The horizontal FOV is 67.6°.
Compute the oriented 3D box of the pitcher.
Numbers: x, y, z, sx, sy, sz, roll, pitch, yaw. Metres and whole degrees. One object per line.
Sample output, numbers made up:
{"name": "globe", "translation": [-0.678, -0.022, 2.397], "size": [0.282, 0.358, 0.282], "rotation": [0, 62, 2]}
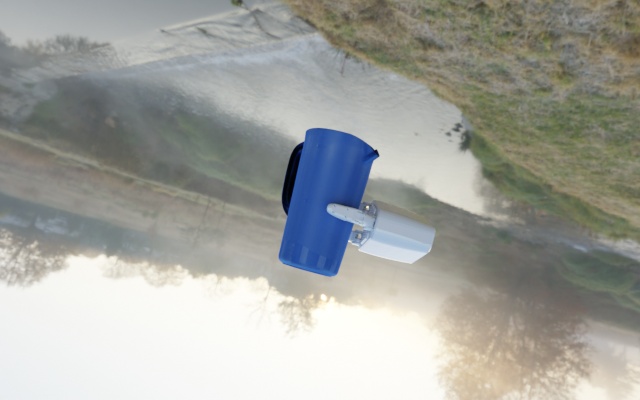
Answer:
{"name": "pitcher", "translation": [0.000, 0.003, 0.845], "size": [0.145, 0.243, 0.149], "rotation": [16, -6, -6]}
